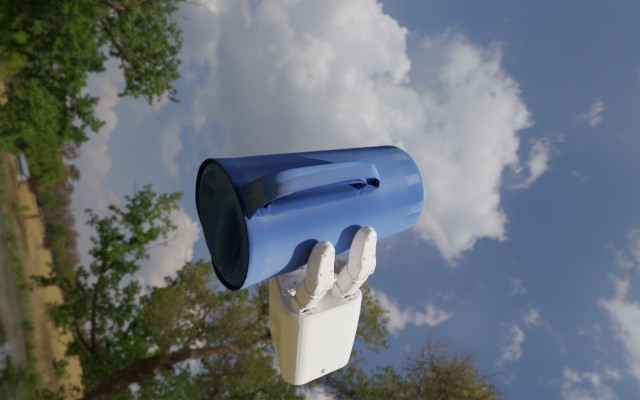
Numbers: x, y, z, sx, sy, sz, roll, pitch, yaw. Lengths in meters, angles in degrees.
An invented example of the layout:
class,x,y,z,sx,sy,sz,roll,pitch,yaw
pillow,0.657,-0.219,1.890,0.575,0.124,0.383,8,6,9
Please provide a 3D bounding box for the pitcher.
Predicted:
class,x,y,z,sx,sy,sz,roll,pitch,yaw
pitcher,0.000,0.002,0.520,0.243,0.145,0.149,-12,30,-31
